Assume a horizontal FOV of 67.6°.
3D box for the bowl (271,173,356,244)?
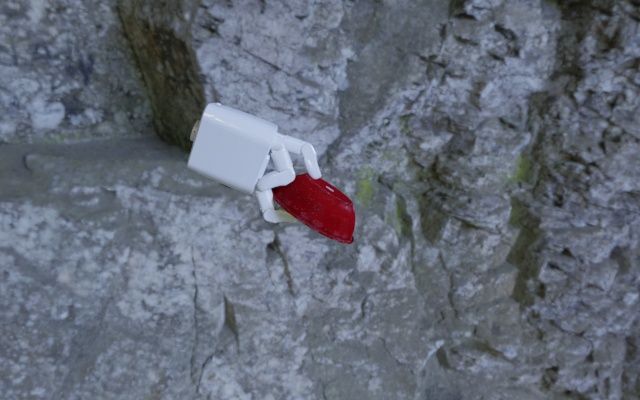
[{"bbox_3d":[0.001,0.003,0.775,0.162,0.055,0.162,32,10,-6],"label":"bowl"}]
